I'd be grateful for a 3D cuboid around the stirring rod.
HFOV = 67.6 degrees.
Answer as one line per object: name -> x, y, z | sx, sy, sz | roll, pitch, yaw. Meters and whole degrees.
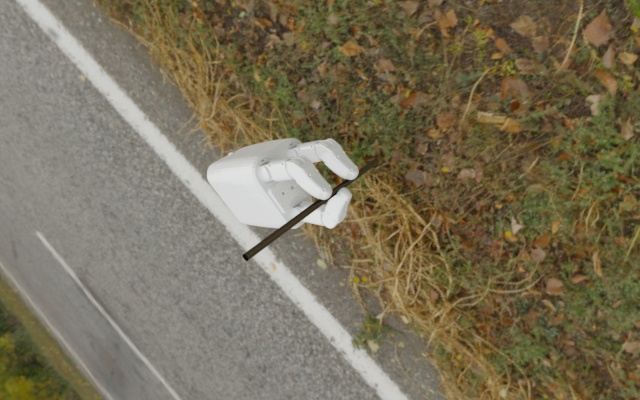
stirring rod -> 0.000, 0.002, 0.541 | 0.011, 0.011, 0.239 | 0, 26, 42
